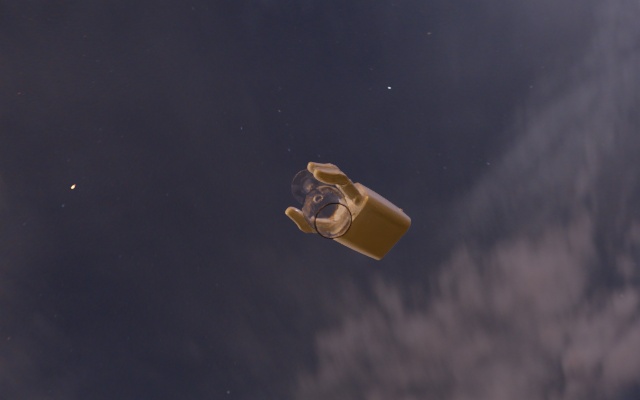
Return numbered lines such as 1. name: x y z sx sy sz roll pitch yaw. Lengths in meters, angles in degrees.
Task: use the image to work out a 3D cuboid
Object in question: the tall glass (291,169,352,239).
1. tall glass: 0.000 0.003 0.851 0.079 0.079 0.201 0 18 -12
